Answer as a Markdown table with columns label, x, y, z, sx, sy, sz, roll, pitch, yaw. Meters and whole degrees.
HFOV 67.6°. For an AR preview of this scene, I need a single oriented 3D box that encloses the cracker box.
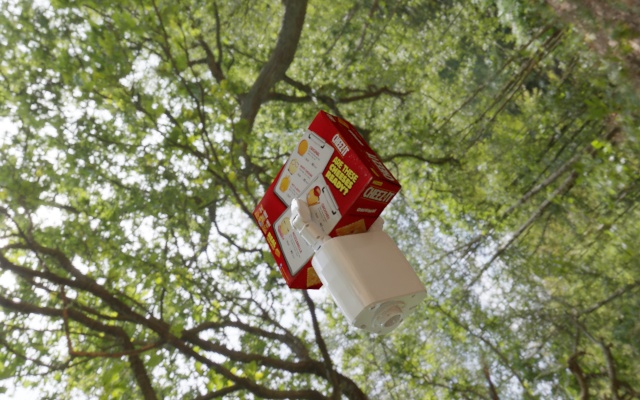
| label | x | y | z | sx | sy | sz | roll | pitch | yaw |
| --- | --- | --- | --- | --- | --- | --- | --- | --- | --- |
| cracker box | 0.000 | 0.002 | 0.711 | 0.072 | 0.214 | 0.164 | 13 | 33 | -41 |
